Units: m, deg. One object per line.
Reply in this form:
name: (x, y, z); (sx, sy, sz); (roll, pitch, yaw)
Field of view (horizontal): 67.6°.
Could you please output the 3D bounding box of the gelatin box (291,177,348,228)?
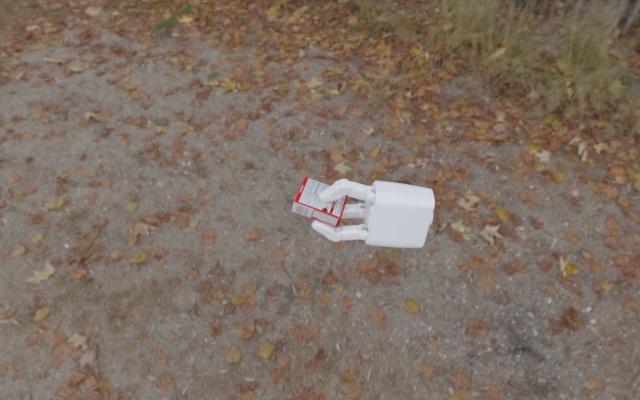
gelatin box: (0.000, 0.002, 0.860); (0.089, 0.030, 0.073); (20, 44, 0)
